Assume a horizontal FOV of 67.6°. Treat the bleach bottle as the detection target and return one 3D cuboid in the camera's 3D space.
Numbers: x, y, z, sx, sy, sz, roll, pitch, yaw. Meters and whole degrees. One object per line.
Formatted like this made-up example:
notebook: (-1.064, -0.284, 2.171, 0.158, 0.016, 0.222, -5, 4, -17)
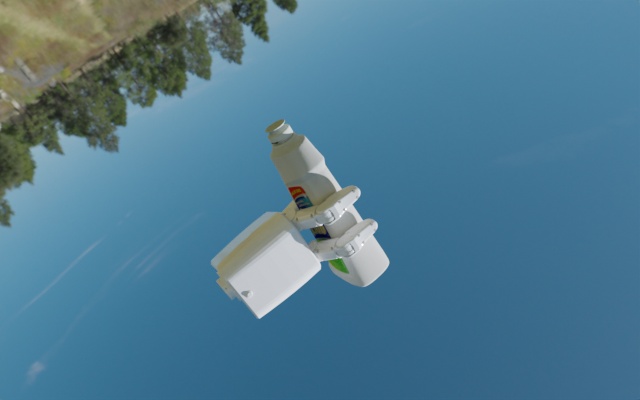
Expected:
bleach bottle: (0.000, 0.002, 0.644, 0.068, 0.251, 0.102, -40, 27, -16)
